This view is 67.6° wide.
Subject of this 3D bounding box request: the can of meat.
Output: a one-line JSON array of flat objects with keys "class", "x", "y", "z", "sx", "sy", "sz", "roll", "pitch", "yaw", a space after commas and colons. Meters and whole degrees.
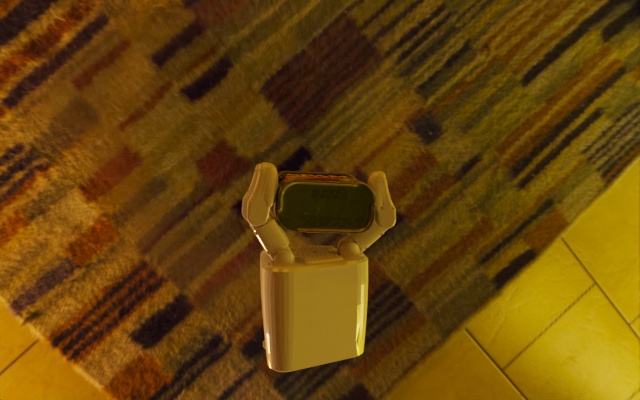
[{"class": "can of meat", "x": 0.000, "y": 0.002, "z": 0.494, "sx": 0.102, "sy": 0.057, "sz": 0.084, "roll": 2, "pitch": 7, "yaw": -10}]
